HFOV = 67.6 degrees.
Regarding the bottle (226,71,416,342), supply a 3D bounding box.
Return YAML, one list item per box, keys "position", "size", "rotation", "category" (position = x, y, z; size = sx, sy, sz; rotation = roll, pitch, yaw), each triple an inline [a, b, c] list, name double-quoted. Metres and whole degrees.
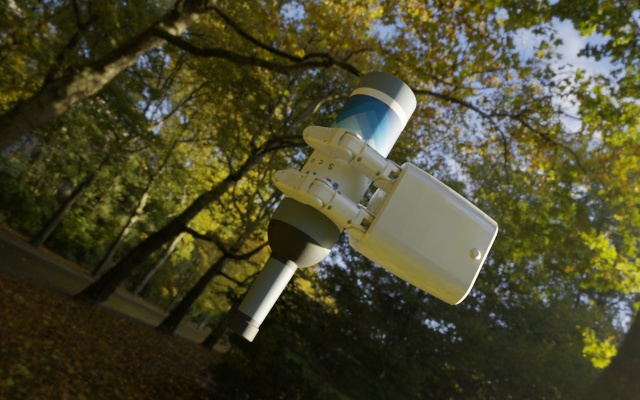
- position: [0.000, 0.001, 0.474]
  size: [0.069, 0.295, 0.069]
  rotation: [28, -19, 11]
  category: "bottle"
